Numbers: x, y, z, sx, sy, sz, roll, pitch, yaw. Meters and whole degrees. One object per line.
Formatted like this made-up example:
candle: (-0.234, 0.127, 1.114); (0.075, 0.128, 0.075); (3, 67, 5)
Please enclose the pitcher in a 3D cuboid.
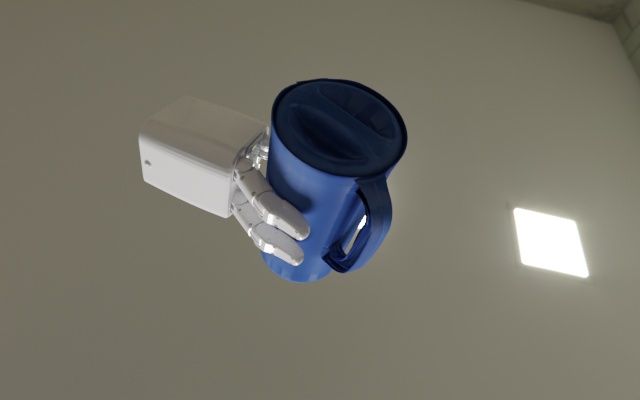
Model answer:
pitcher: (0.000, 0.002, 0.535); (0.145, 0.149, 0.243); (22, -39, 3)
